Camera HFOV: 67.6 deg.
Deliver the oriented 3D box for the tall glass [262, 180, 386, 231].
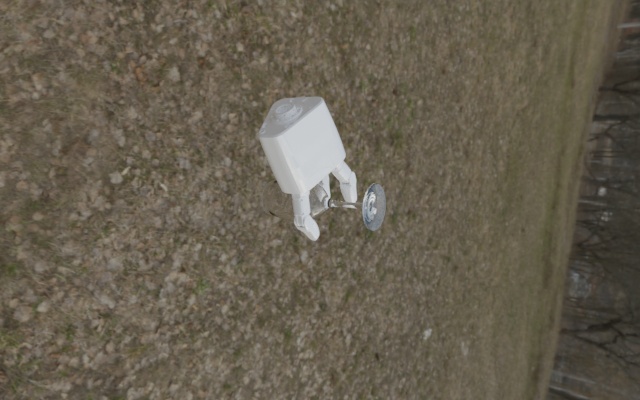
[{"bbox_3d":[0.001,0.003,0.783,0.201,0.079,0.079,5,3,33],"label":"tall glass"}]
